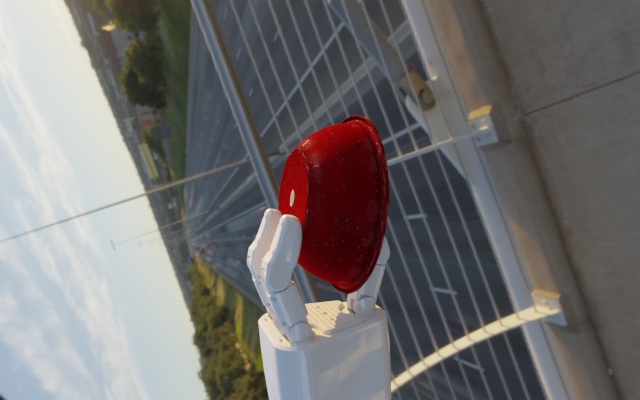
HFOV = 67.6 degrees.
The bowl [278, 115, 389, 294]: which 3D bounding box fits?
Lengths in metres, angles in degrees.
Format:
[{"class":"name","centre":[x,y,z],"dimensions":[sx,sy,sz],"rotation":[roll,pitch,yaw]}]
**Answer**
[{"class":"bowl","centre":[0.000,0.000,0.427],"dimensions":[0.055,0.162,0.162],"rotation":[4,-2,-20]}]
